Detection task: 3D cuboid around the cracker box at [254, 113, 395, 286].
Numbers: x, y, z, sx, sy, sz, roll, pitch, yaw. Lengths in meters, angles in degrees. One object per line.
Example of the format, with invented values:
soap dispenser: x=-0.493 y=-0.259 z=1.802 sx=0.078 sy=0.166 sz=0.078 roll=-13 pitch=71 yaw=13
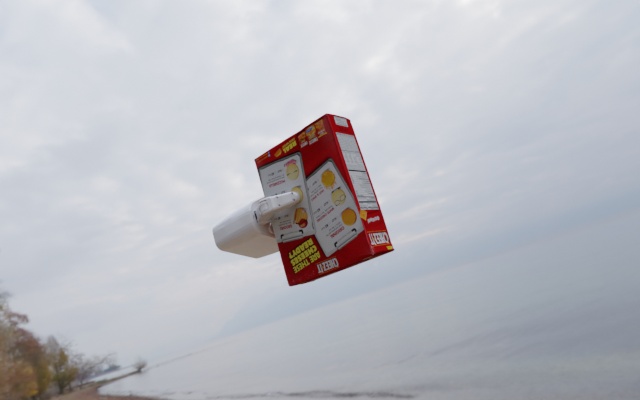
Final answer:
cracker box: x=0.000 y=0.002 z=0.723 sx=0.164 sy=0.213 sz=0.072 roll=-27 pitch=-15 yaw=36
